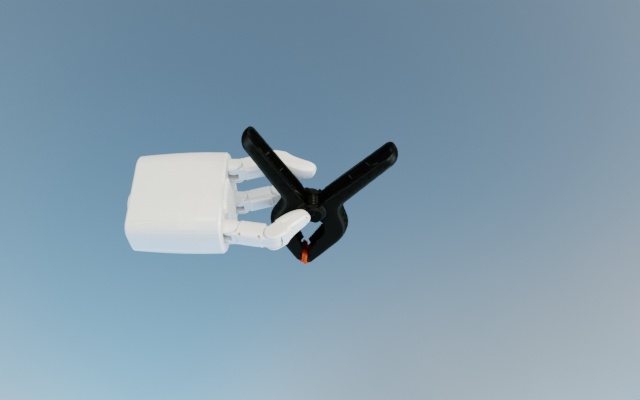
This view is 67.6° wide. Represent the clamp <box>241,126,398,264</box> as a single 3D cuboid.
[{"bbox_3d":[0.000,0.003,0.562,0.164,0.036,0.210,2,-44,2],"label":"clamp"}]
